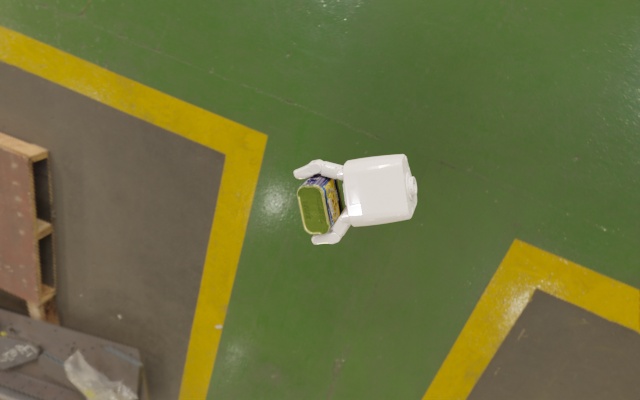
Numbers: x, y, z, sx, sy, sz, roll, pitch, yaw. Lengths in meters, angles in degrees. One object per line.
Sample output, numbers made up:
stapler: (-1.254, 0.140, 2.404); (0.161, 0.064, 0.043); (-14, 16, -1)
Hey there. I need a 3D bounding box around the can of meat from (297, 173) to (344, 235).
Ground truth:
can of meat: (0.000, 0.003, 0.880); (0.057, 0.102, 0.084); (-3, 21, 21)
